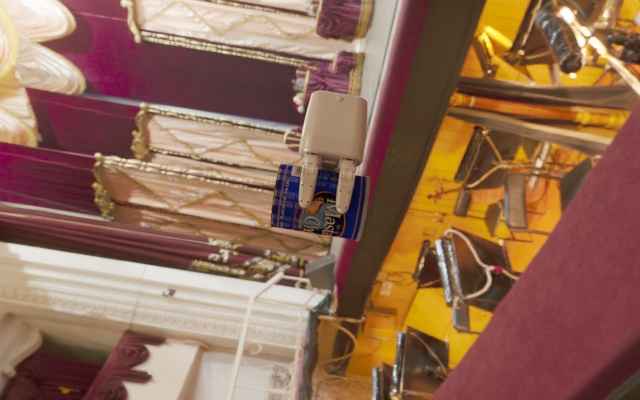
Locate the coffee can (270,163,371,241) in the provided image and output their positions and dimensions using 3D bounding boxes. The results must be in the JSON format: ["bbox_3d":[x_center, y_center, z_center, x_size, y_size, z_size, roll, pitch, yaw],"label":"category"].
[{"bbox_3d":[0.000,0.003,0.746,0.140,0.103,0.103,9,0,0],"label":"coffee can"}]
